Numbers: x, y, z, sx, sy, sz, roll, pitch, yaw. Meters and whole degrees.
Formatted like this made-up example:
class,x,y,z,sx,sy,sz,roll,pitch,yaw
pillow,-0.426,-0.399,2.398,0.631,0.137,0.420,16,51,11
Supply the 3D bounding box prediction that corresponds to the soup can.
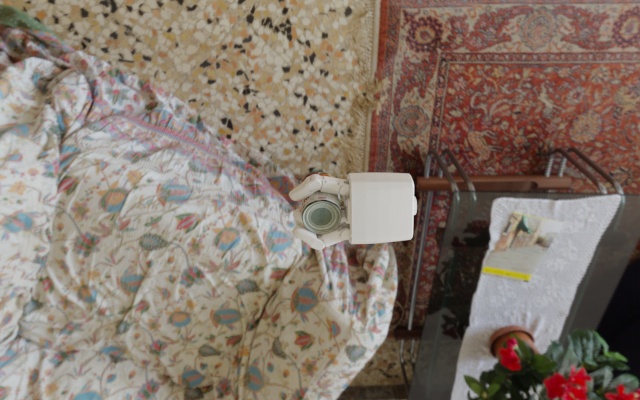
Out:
class,x,y,z,sx,sy,sz,roll,pitch,yaw
soup can,0.000,0.003,0.822,0.068,0.068,0.102,0,31,-3
